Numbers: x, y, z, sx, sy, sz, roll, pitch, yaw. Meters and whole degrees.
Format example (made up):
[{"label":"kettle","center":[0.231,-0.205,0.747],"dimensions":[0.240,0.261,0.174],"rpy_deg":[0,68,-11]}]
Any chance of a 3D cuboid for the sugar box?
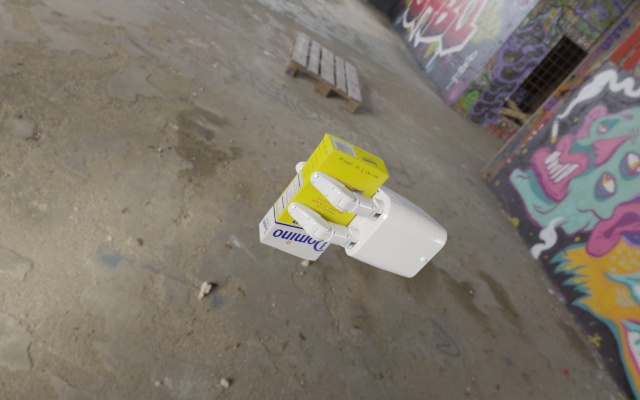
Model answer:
[{"label":"sugar box","center":[0.000,0.002,0.641],"dimensions":[0.093,0.176,0.048],"rpy_deg":[23,30,-25]}]
